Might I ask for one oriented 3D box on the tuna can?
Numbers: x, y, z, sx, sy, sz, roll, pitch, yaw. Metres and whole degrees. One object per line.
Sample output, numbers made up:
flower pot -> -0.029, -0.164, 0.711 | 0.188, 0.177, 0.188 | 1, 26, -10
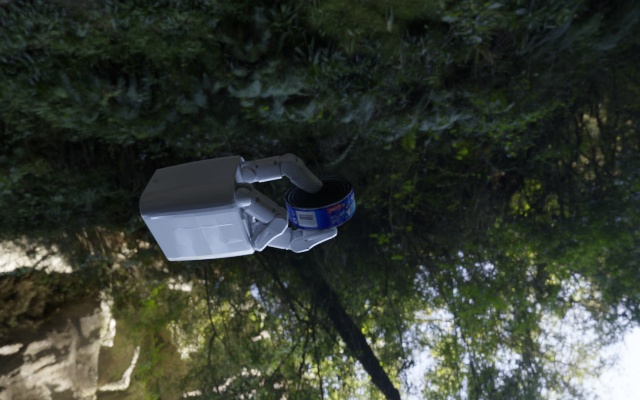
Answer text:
tuna can -> 0.000, 0.002, 0.592 | 0.086, 0.034, 0.086 | -9, 27, 5
